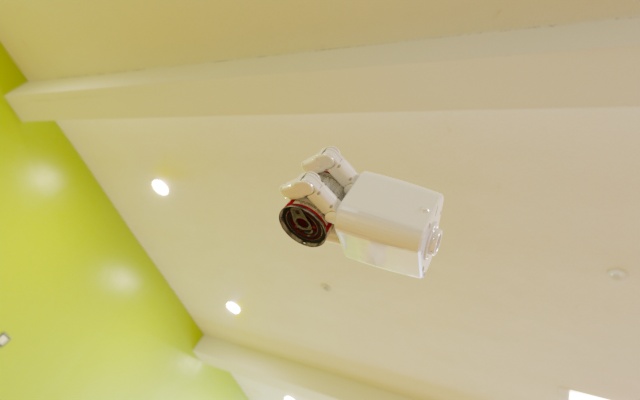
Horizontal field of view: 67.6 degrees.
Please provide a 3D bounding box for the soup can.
[{"bbox_3d":[0.000,0.002,0.628,0.068,0.068,0.102,0,39,36],"label":"soup can"}]
